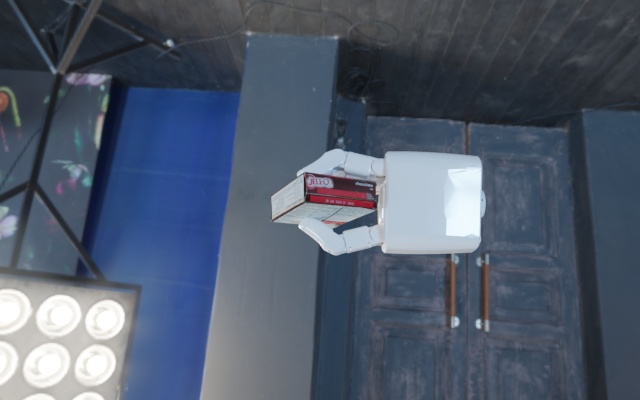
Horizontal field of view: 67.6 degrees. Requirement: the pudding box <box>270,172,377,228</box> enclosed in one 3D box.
[{"bbox_3d":[0.000,0.002,0.559,0.090,0.039,0.113,7,-18,-24],"label":"pudding box"}]
